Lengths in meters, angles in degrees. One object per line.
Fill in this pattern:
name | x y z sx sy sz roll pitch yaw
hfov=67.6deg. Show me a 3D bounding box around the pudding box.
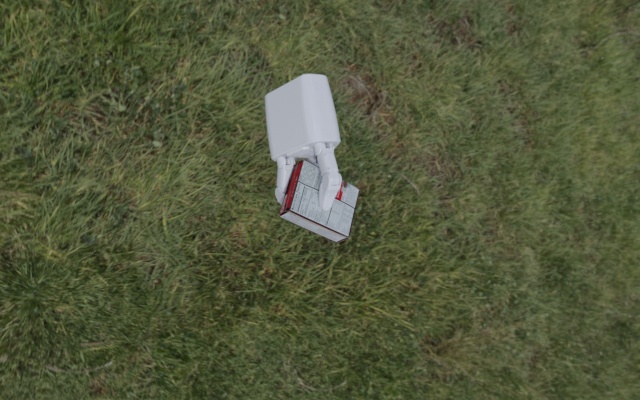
pudding box | 0.000 0.002 0.732 0.113 0.090 0.039 25 -26 -22
